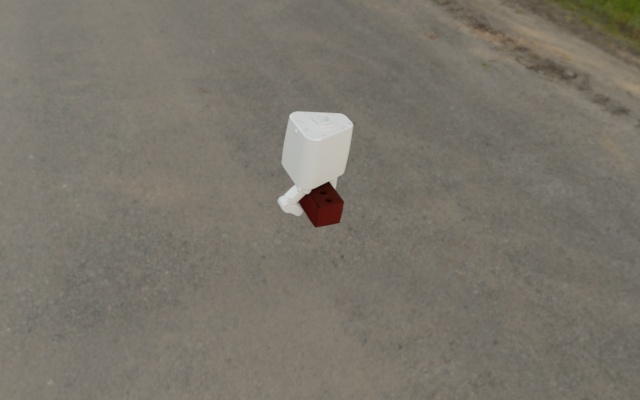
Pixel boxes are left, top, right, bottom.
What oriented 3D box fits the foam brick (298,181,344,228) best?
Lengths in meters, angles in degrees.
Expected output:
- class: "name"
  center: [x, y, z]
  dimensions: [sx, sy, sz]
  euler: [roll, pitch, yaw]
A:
- class: "foam brick"
  center: [0.000, 0.003, 0.880]
  dimensions: [0.053, 0.051, 0.078]
  euler: [-12, 46, -27]
